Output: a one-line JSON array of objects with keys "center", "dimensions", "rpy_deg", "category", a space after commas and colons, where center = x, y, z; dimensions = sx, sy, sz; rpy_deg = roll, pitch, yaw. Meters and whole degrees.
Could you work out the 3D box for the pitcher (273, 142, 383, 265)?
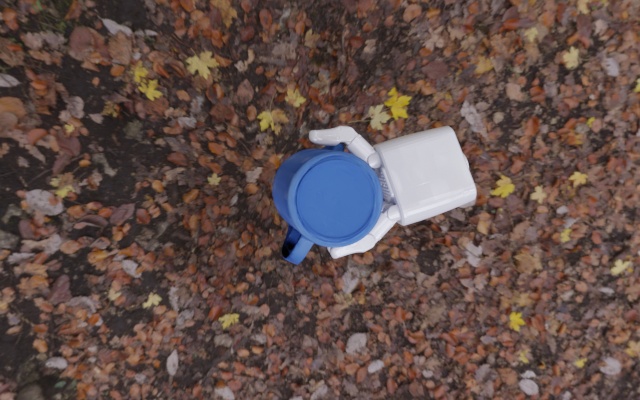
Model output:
[{"center": [0.000, 0.002, 0.637], "dimensions": [0.145, 0.149, 0.243], "rpy_deg": [-18, 5, -5], "category": "pitcher"}]
